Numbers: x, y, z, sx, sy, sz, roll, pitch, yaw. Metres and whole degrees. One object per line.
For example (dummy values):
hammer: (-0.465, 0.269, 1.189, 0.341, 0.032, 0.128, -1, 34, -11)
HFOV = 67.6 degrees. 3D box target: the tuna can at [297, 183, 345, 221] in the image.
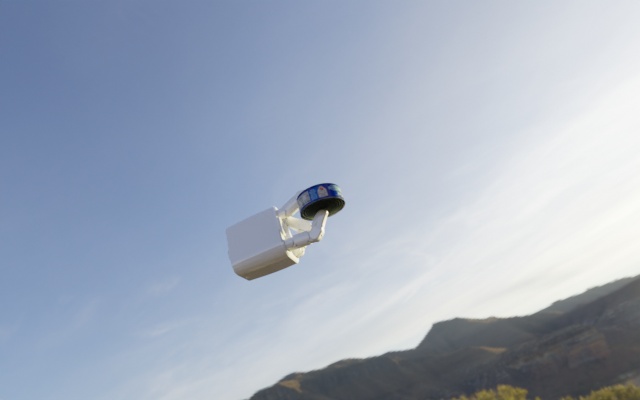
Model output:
tuna can: (0.000, 0.002, 0.877, 0.086, 0.033, 0.086, -14, -25, -7)
